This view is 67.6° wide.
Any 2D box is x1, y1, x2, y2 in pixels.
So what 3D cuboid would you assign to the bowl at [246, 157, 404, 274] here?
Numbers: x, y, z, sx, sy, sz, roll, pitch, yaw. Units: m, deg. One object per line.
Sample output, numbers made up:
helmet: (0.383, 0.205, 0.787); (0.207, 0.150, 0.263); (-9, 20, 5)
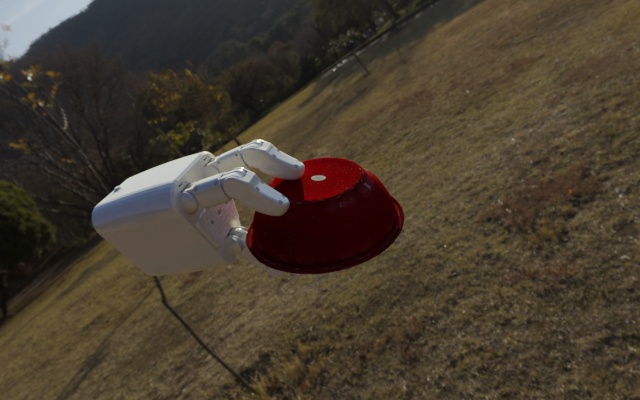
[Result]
bowl: (0.001, 0.001, 0.474); (0.162, 0.055, 0.162); (-8, 30, 4)
